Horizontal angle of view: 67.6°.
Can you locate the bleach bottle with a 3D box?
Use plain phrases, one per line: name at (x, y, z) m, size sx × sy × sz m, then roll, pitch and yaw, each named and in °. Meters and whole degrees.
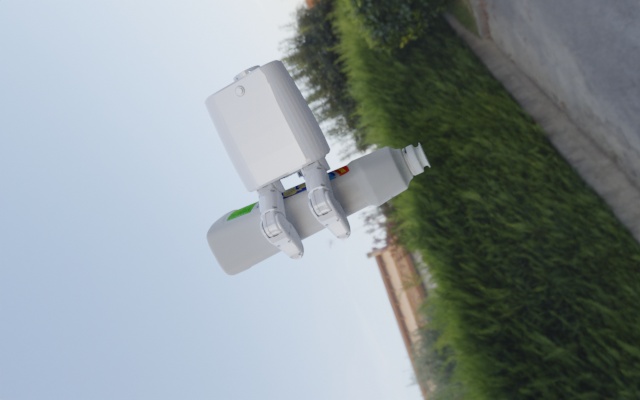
bleach bottle at (0.000, 0.002, 0.534) m, size 0.251 × 0.068 × 0.102 m, roll -25°, pitch 8°, yaw 16°
